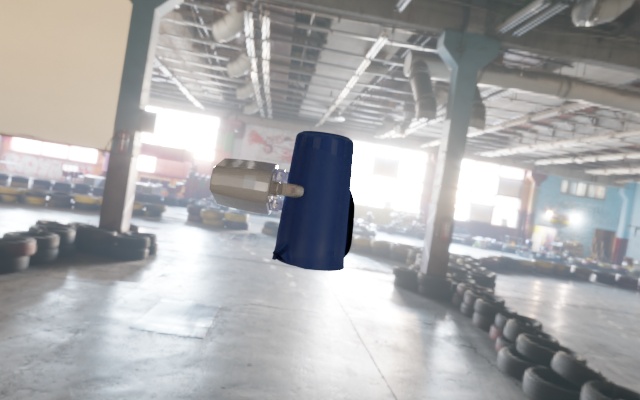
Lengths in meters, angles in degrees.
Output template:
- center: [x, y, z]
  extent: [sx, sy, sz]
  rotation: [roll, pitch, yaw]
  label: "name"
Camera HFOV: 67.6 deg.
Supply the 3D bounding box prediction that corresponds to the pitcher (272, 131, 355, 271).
- center: [0.000, 0.003, 0.876]
  extent: [0.145, 0.243, 0.149]
  rotation: [8, 1, 0]
  label: "pitcher"
